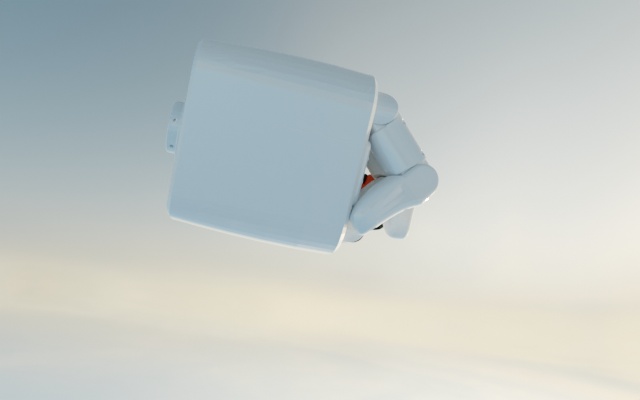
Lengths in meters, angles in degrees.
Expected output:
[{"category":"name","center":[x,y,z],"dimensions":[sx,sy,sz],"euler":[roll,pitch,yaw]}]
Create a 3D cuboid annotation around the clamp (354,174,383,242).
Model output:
[{"category":"clamp","center":[0.000,0.002,0.414],"dimensions":[0.120,0.039,0.171],"euler":[14,-15,-7]}]
